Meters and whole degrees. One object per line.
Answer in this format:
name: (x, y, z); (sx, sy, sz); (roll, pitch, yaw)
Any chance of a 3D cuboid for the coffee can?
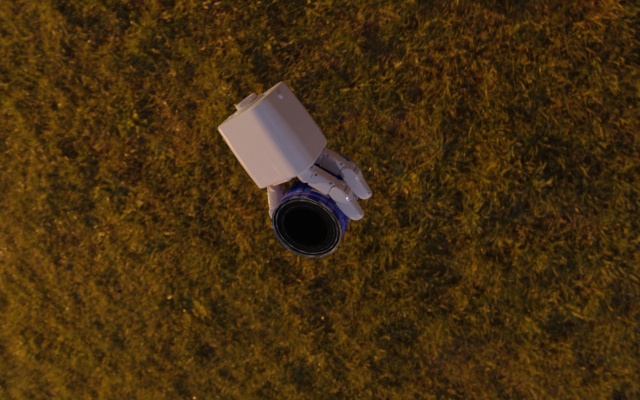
coffee can: (0.000, 0.002, 0.711); (0.103, 0.103, 0.140); (0, 32, 20)
